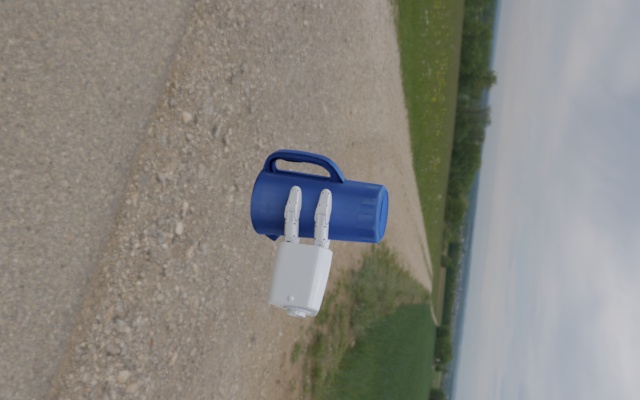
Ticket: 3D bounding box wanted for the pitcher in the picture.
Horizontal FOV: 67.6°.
[{"bbox_3d":[0.000,0.003,0.894,0.243,0.145,0.149,6,-23,16],"label":"pitcher"}]
